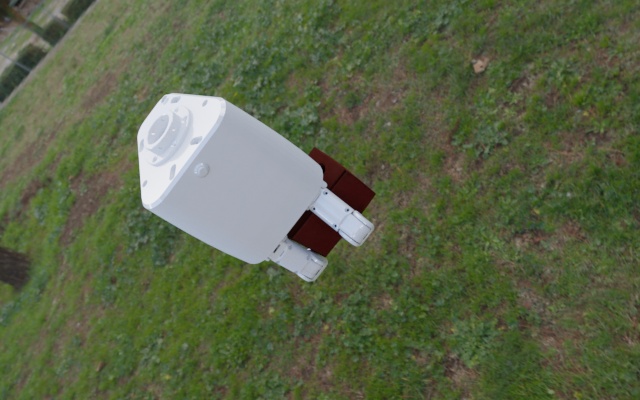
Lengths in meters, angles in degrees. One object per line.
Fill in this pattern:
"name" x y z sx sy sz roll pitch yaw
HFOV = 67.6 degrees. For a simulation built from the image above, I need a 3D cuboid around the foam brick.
"foam brick" 0.000 0.001 0.435 0.051 0.078 0.053 35 5 -42
